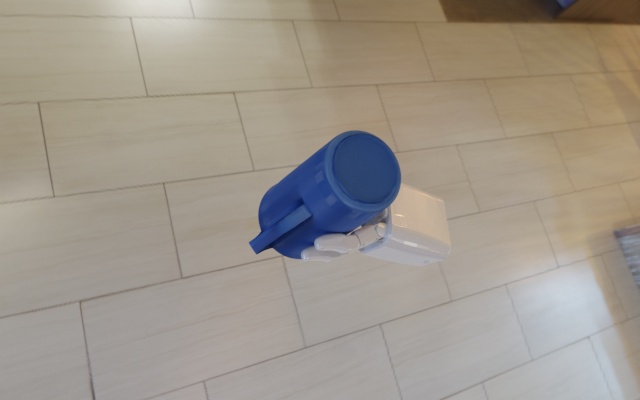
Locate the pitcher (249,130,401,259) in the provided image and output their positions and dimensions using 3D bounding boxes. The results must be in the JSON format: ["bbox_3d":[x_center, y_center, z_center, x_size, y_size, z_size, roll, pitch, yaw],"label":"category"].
[{"bbox_3d":[0.000,0.002,0.674,0.145,0.149,0.243,16,-23,-19],"label":"pitcher"}]
